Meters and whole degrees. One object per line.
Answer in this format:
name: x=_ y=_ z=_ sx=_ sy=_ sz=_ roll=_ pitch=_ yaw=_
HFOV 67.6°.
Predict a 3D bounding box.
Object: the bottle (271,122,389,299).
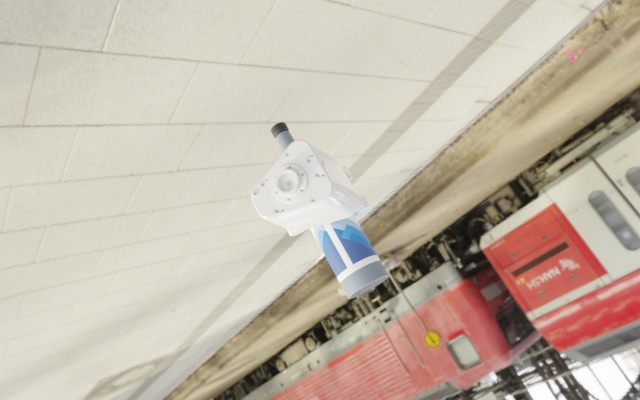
bottle: x=0.000 y=0.003 z=0.726 sx=0.069 sy=0.295 sz=0.069 roll=-26 pitch=-19 yaw=-10
